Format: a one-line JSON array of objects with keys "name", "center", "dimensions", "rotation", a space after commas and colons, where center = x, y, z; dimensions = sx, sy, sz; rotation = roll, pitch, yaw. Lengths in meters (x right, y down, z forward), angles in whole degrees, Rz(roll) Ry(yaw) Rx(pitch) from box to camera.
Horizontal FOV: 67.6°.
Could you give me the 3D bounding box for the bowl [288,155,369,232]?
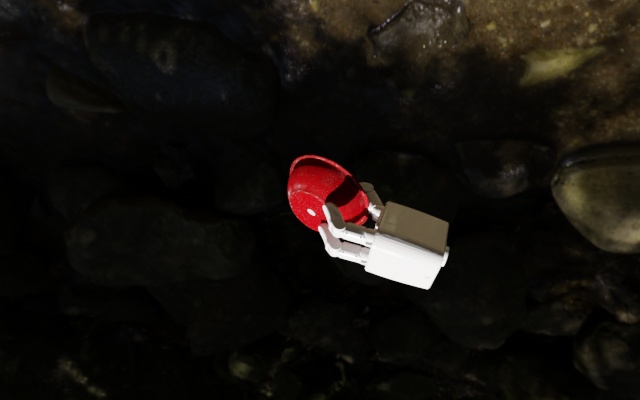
[{"name": "bowl", "center": [-0.001, 0.003, 0.812], "dimensions": [0.162, 0.162, 0.055], "rotation": [0, 40, 45]}]
